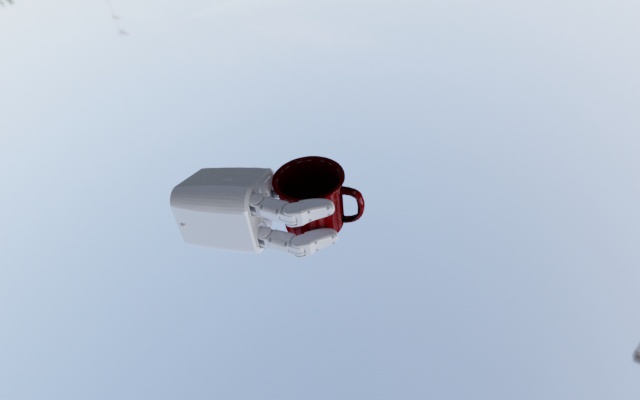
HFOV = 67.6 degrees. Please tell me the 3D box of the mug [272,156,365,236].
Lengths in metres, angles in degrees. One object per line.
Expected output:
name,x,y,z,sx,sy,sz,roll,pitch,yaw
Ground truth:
mug,0.002,0.002,0.622,0.117,0.082,0.093,5,42,14
